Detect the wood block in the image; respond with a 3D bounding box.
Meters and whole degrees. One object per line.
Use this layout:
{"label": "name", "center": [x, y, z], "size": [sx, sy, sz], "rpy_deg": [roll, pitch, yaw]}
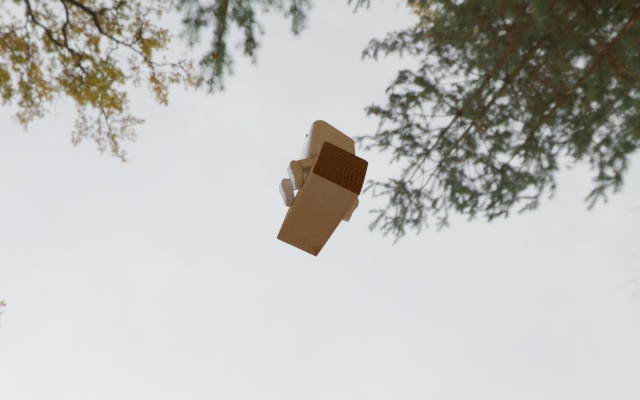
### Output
{"label": "wood block", "center": [0.000, 0.003, 0.890], "size": [0.091, 0.090, 0.206], "rpy_deg": [24, -43, -6]}
